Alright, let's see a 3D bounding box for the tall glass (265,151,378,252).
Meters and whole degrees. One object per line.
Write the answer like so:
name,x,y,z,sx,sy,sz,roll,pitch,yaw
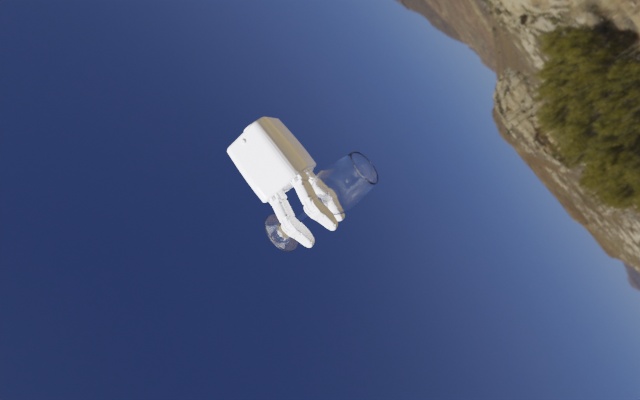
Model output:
tall glass,0.000,0.003,0.780,0.201,0.079,0.079,-38,-21,30
